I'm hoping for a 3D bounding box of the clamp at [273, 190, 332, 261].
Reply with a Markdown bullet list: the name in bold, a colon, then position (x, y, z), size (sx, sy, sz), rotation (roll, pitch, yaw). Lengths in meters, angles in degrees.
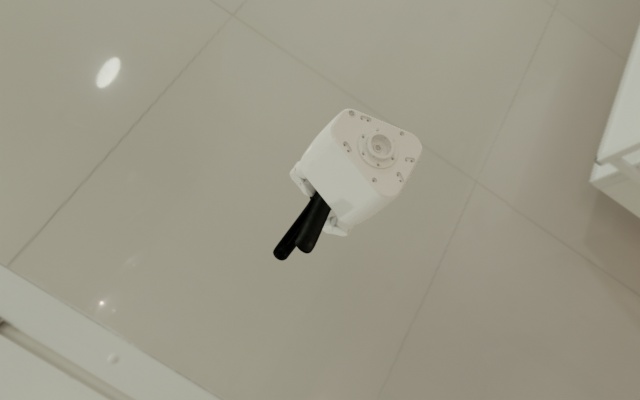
- **clamp**: position (0.000, 0.001, 0.709), size (0.036, 0.210, 0.164), rotation (36, -25, -9)
